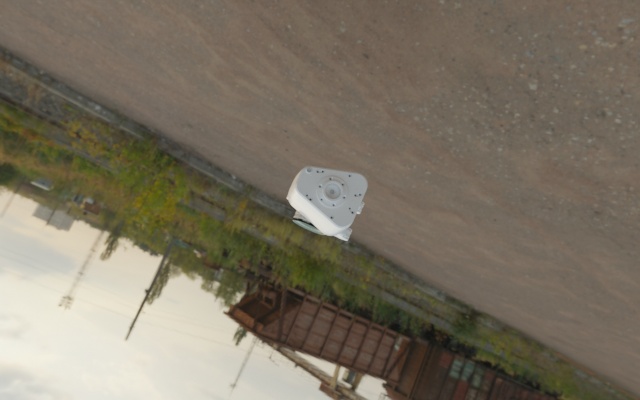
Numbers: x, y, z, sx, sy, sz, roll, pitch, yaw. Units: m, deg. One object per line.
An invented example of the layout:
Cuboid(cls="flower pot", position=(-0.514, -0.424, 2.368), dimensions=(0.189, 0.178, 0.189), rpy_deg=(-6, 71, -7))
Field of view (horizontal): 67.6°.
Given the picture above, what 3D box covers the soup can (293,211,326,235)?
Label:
Cuboid(cls="soup can", position=(0.000, 0.003, 0.859), dimensions=(0.068, 0.102, 0.068), rpy_deg=(23, -11, 5))
